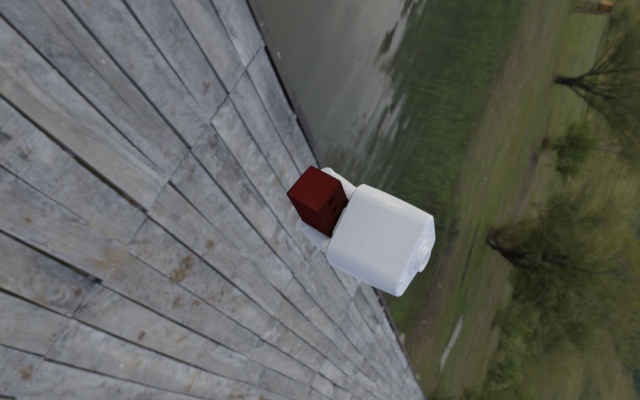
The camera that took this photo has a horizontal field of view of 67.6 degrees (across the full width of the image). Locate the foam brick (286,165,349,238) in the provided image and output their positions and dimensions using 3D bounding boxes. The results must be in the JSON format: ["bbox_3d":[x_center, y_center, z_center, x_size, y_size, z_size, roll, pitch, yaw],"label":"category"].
[{"bbox_3d":[0.000,0.002,0.623,0.051,0.053,0.078,30,-17,28],"label":"foam brick"}]
